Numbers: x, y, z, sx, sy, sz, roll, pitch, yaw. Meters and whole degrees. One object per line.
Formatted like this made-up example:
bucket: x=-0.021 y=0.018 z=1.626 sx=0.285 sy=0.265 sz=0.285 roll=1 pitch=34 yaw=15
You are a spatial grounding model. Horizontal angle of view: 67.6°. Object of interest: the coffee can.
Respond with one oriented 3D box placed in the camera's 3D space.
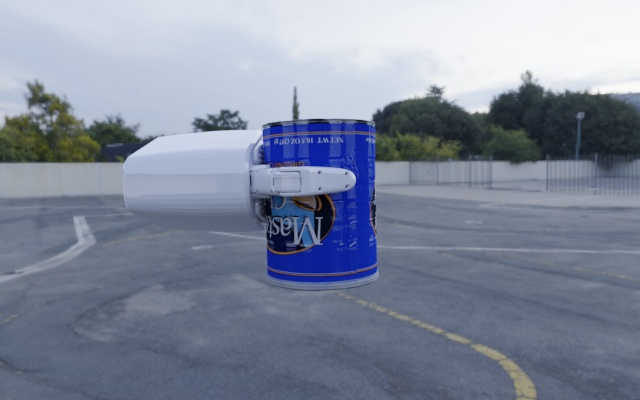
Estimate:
coffee can: x=0.000 y=0.002 z=0.435 sx=0.103 sy=0.140 sz=0.103 roll=-1 pitch=3 yaw=0
